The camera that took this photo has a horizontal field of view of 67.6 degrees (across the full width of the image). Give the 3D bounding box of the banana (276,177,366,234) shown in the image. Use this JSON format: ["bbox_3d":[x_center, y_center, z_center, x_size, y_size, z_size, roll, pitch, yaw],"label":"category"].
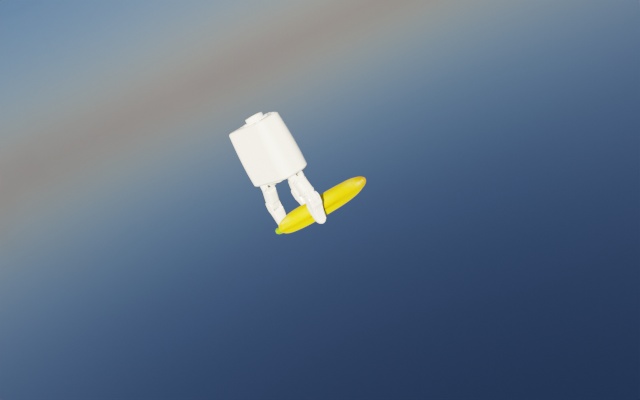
[{"bbox_3d":[-0.001,0.008,0.878,0.198,0.037,0.069,-29,12,1],"label":"banana"}]
